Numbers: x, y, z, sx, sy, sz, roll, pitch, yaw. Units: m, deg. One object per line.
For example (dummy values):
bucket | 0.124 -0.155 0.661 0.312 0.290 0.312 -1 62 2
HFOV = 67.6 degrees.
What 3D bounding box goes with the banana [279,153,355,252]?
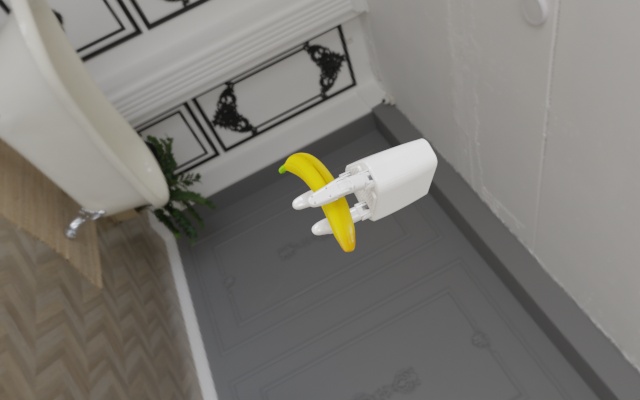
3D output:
banana | 0.001 -0.013 0.709 0.037 0.070 0.197 -19 51 -27
